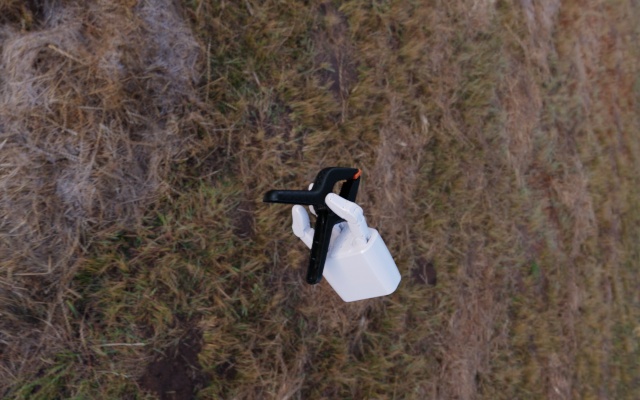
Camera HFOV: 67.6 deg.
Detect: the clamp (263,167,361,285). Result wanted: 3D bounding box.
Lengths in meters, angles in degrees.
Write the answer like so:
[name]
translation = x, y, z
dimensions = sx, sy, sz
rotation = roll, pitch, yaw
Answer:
[clamp]
translation = 0.001, 0.002, 0.749
dimensions = 0.036, 0.165, 0.210
rotation = -3, 39, 41
